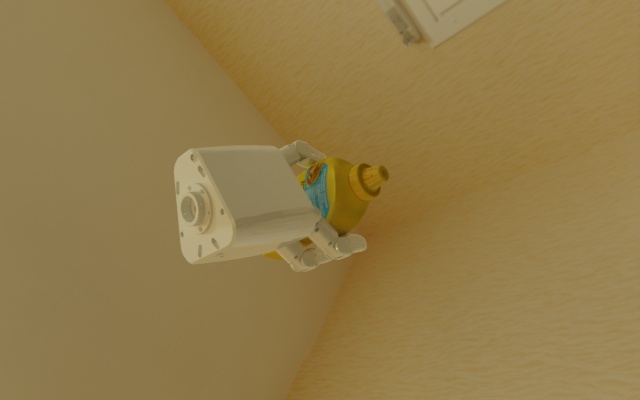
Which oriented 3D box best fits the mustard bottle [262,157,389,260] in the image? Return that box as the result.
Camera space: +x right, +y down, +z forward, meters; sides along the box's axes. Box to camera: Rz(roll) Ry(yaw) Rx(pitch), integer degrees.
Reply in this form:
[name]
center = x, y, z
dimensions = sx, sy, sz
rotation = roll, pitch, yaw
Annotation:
[mustard bottle]
center = 0.000, 0.002, 0.566
dimensions = 0.058, 0.096, 0.192
rotation = 23, -35, -39
